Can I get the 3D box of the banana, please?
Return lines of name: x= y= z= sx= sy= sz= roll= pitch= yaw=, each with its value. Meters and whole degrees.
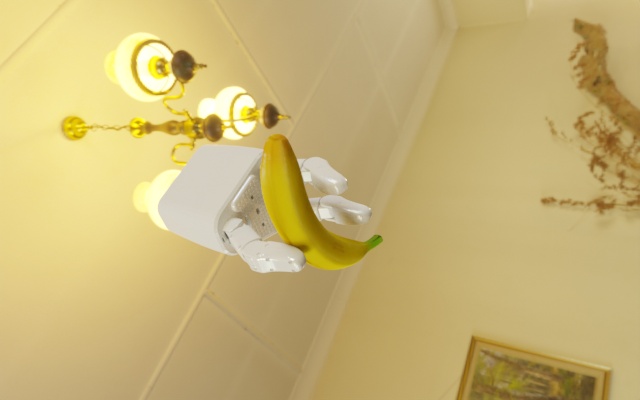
banana: x=-0.007 y=0.019 z=0.442 sx=0.037 sy=0.069 sz=0.198 roll=19 pitch=-17 yaw=40
